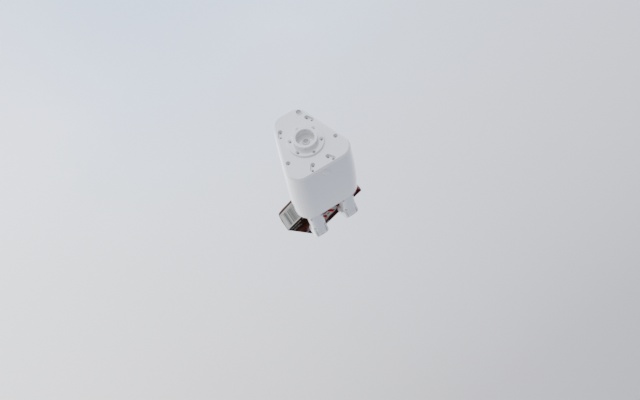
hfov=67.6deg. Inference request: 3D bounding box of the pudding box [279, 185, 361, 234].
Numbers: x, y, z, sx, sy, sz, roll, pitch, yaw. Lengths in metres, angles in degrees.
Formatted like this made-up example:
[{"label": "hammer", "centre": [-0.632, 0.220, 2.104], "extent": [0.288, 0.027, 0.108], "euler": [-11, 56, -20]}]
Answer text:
[{"label": "pudding box", "centre": [0.000, 0.002, 0.759], "extent": [0.113, 0.039, 0.090], "euler": [-43, -25, 17]}]
